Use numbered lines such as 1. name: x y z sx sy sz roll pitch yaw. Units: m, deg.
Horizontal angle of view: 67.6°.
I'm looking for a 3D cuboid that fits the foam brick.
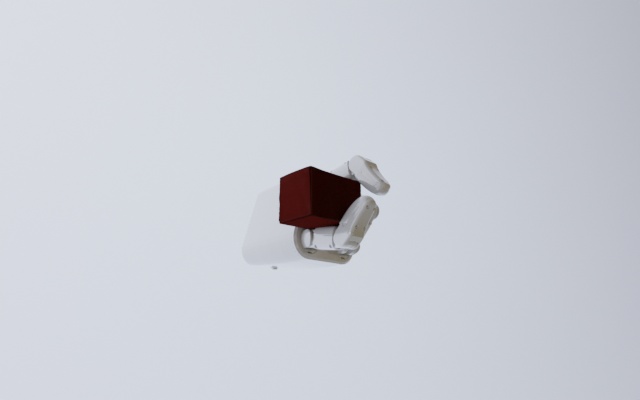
1. foam brick: 0.000 0.001 0.508 0.078 0.053 0.051 15 -21 -43
